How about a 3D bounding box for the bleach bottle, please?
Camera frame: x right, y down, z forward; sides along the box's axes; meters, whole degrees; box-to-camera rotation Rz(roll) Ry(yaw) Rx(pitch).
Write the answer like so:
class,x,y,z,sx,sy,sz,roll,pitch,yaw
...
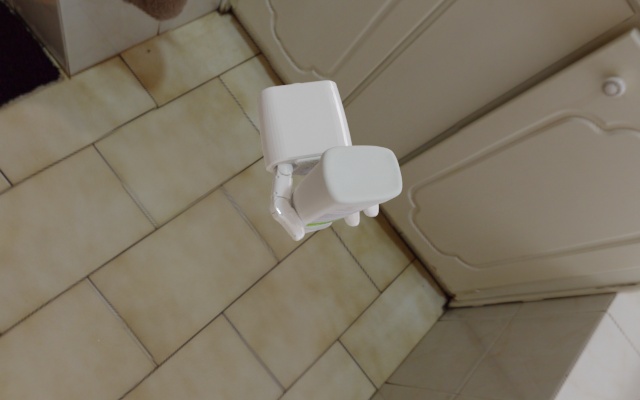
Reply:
class,x,y,z,sx,sy,sz,roll,pitch,yaw
bleach bottle,0.000,0.002,0.634,0.102,0.068,0.251,-5,-13,-26
